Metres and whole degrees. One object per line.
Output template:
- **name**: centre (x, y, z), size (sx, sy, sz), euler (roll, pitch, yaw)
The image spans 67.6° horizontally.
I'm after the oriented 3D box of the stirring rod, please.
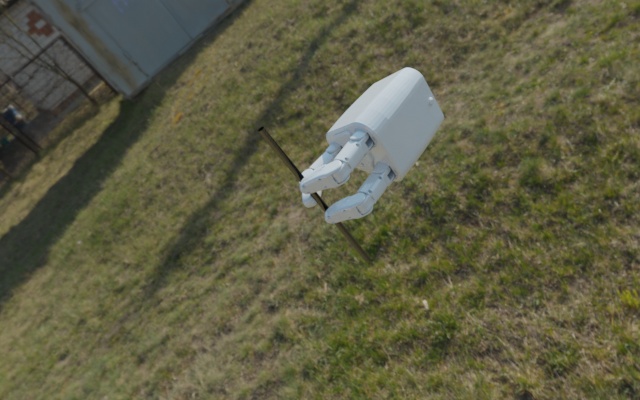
- **stirring rod**: centre (0.000, 0.002, 0.579), size (0.011, 0.011, 0.240), euler (0, -41, 45)
